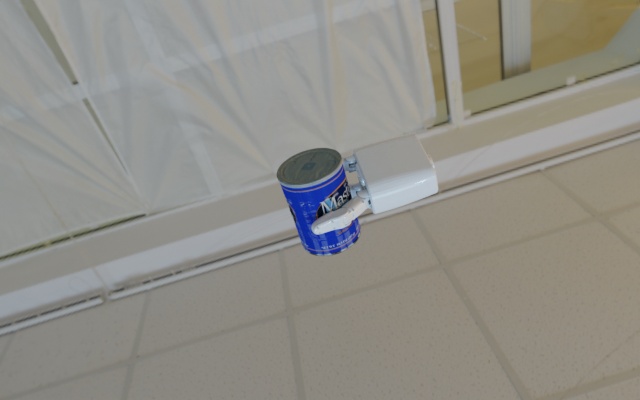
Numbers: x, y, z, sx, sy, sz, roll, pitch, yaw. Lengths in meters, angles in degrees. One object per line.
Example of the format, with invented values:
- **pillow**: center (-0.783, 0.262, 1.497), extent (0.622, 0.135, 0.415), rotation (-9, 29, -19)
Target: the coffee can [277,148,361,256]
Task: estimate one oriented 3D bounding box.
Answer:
- **coffee can**: center (0.000, 0.002, 0.757), extent (0.103, 0.140, 0.102), rotation (-12, 33, 8)
